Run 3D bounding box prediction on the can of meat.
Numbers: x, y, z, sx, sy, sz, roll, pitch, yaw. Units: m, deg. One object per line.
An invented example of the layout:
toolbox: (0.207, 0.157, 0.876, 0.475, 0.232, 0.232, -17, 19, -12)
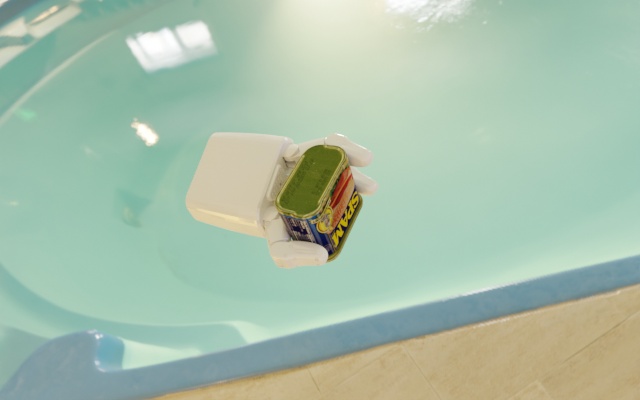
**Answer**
can of meat: (0.000, 0.002, 0.517, 0.057, 0.102, 0.084, 12, -33, 26)
